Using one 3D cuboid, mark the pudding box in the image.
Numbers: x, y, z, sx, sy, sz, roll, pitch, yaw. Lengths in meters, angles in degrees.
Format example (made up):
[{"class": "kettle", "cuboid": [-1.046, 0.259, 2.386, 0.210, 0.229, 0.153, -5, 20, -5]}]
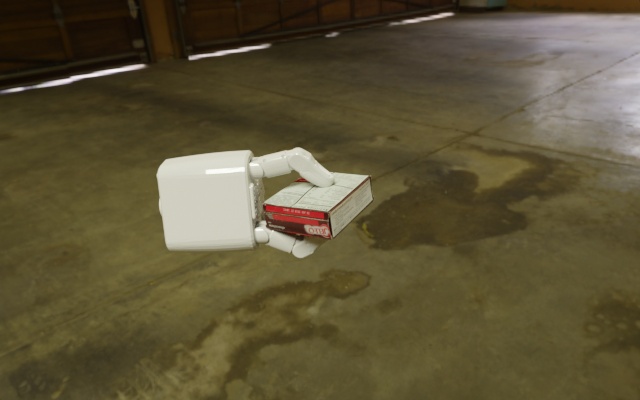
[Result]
[{"class": "pudding box", "cuboid": [0.000, 0.002, 0.566, 0.090, 0.039, 0.113, 8, 29, 30]}]
